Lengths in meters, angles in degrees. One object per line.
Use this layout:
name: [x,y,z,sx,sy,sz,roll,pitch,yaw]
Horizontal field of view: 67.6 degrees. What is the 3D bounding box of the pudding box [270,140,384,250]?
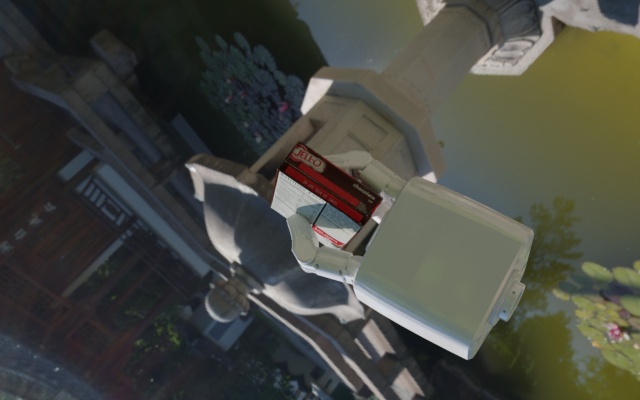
pudding box: [0.000,0.002,0.453,0.090,0.039,0.113,35,-22,3]
